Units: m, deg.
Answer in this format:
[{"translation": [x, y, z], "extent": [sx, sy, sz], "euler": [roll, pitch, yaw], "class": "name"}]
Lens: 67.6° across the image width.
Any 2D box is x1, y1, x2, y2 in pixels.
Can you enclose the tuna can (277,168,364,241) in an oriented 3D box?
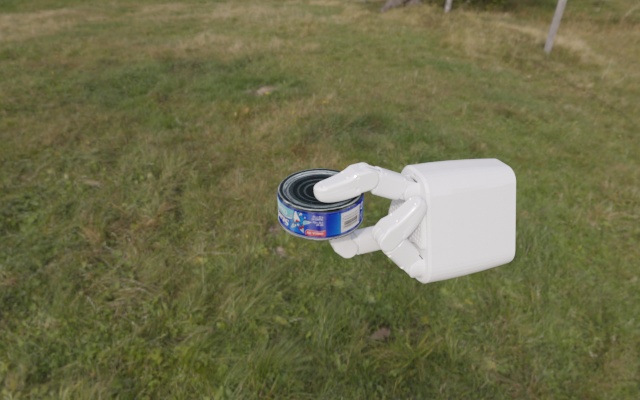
[{"translation": [0.000, 0.001, 0.471], "extent": [0.086, 0.034, 0.086], "euler": [0, 31, 0], "class": "tuna can"}]
